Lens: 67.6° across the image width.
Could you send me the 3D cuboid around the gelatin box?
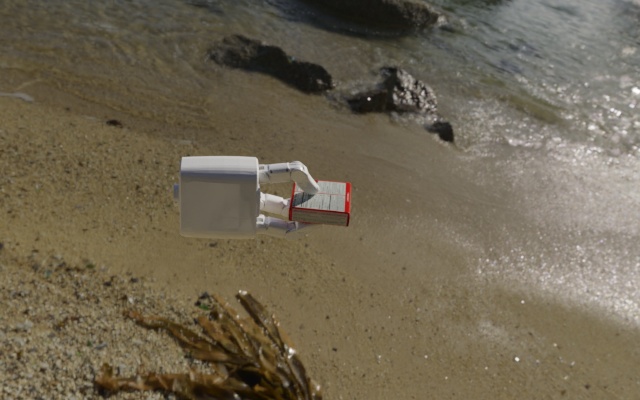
[{"bbox_3d":[0.000,0.002,0.713,0.089,0.030,0.073,5,38,1],"label":"gelatin box"}]
